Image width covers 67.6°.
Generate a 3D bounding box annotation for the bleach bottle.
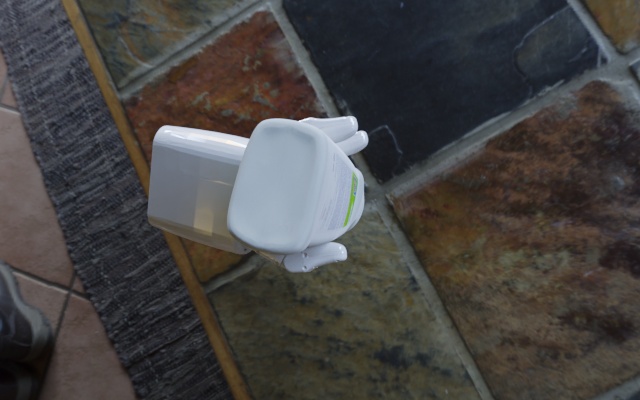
[{"bbox_3d":[0.000,0.001,0.461,0.068,0.102,0.251,14,-3,16],"label":"bleach bottle"}]
